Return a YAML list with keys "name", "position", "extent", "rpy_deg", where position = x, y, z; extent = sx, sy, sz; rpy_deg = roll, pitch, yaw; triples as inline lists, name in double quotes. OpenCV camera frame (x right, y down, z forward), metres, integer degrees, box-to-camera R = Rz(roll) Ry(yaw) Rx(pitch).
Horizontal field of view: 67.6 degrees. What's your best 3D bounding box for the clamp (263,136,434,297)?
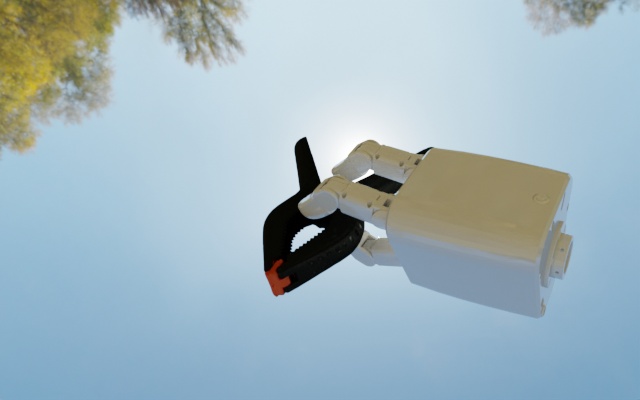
- name: "clamp"
  position: [0.000, 0.003, 0.459]
  extent: [0.164, 0.036, 0.210]
  rpy_deg: [13, 46, 34]
